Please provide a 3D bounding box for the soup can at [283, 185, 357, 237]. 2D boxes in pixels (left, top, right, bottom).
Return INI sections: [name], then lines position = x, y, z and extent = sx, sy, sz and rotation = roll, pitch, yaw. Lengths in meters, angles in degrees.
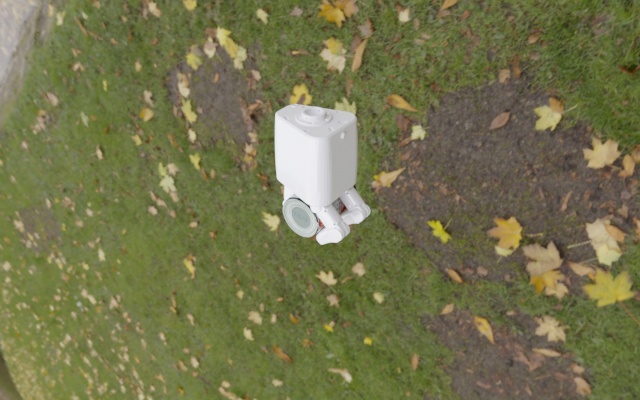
[soup can]
position = 0.000, 0.003, 0.727
extent = 0.068, 0.068, 0.102
rotation = 0, 28, 43
